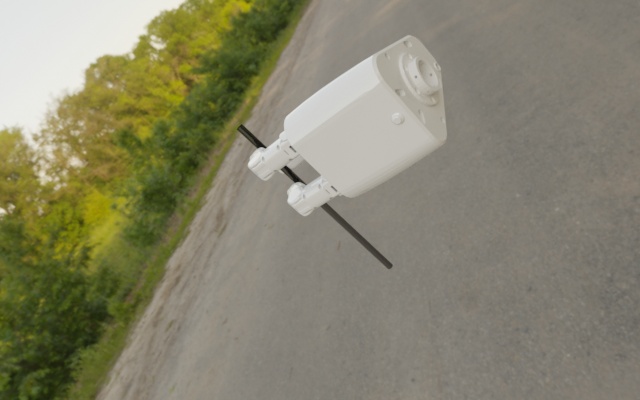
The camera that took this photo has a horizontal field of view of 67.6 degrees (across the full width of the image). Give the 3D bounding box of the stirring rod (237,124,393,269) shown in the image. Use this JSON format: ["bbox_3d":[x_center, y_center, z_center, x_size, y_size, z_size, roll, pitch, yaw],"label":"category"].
[{"bbox_3d":[0.000,0.002,0.529,0.239,0.011,0.011,43,-17,-20],"label":"stirring rod"}]
